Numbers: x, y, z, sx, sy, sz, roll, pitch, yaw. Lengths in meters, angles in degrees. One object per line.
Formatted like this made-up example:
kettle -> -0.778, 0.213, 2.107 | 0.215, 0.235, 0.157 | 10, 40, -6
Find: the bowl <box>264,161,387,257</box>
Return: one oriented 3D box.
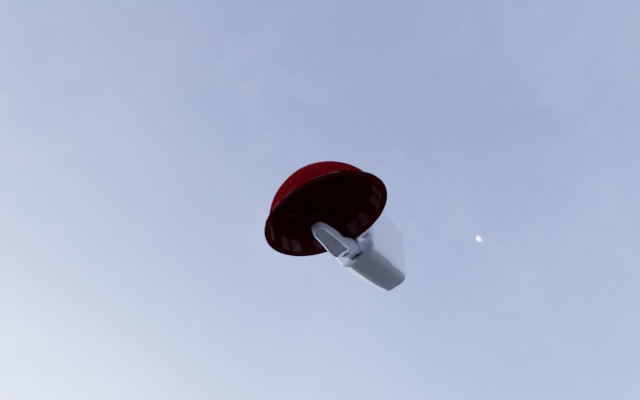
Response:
bowl -> 0.000, 0.001, 0.602 | 0.162, 0.055, 0.162 | -16, -36, -12
